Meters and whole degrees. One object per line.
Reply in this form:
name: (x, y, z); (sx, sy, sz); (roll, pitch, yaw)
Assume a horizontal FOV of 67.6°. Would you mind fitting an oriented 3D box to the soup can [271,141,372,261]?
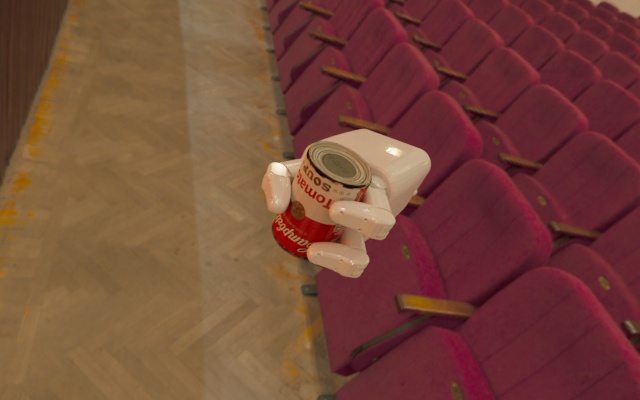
soup can: (0.000, 0.001, 0.471); (0.068, 0.102, 0.068); (18, 36, -14)
